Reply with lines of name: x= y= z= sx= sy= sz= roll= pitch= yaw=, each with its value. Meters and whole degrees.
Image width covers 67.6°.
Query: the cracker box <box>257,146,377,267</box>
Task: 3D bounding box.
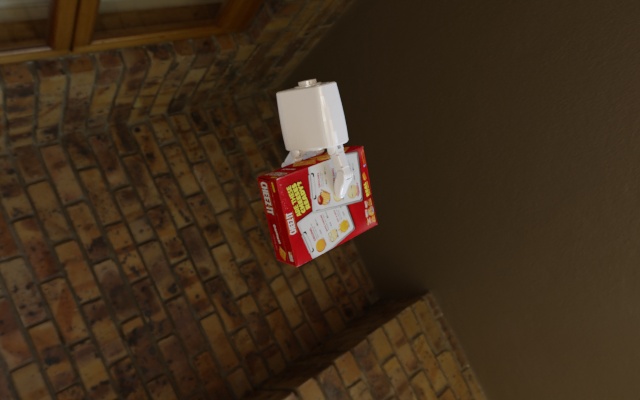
cracker box: x=0.000 y=0.003 z=0.890 sx=0.213 sy=0.164 sz=0.072 roll=-24 pitch=19 yaw=-36
